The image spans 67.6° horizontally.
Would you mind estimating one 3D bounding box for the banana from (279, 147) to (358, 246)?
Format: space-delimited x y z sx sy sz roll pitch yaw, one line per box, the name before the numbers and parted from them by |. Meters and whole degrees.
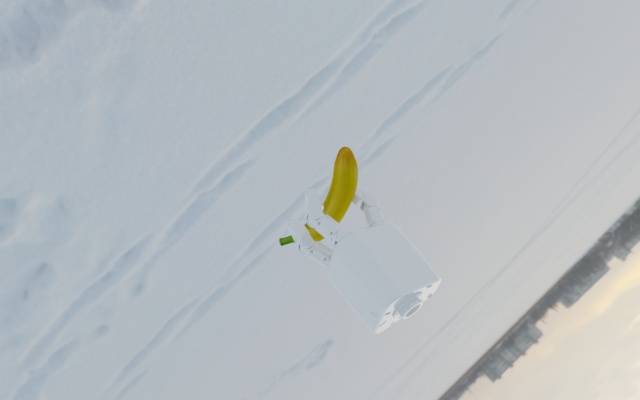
banana | 0.012 0.005 0.705 0.069 0.198 0.037 3 41 -42
